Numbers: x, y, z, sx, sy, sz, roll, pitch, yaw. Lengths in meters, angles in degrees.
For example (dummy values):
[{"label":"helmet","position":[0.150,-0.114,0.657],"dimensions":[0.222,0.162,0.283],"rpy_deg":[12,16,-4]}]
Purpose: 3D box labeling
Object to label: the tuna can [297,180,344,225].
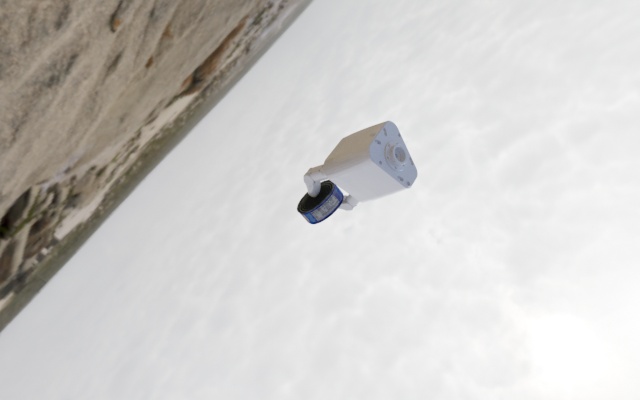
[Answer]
[{"label":"tuna can","position":[0.000,0.003,0.872],"dimensions":[0.034,0.086,0.086],"rpy_deg":[49,-24,-22]}]
